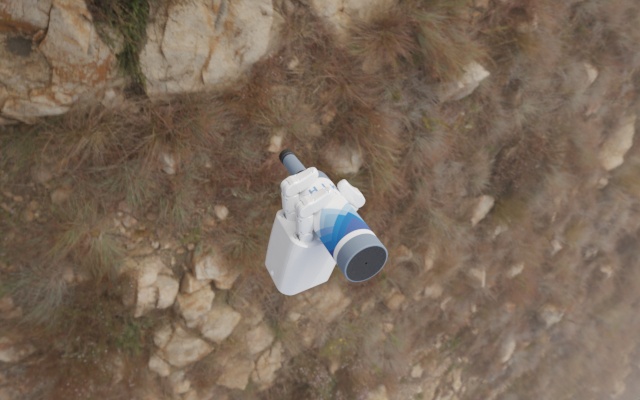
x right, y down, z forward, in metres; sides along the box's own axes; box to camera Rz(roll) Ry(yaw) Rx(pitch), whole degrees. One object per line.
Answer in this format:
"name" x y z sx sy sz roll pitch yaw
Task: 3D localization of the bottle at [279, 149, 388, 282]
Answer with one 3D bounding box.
"bottle" 0.000 0.003 0.745 0.069 0.069 0.295 0 34 -31
